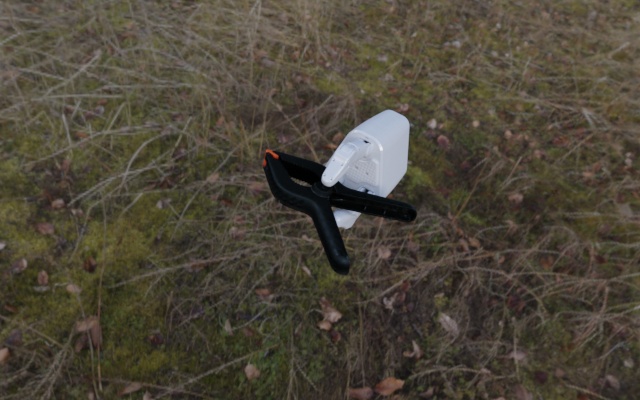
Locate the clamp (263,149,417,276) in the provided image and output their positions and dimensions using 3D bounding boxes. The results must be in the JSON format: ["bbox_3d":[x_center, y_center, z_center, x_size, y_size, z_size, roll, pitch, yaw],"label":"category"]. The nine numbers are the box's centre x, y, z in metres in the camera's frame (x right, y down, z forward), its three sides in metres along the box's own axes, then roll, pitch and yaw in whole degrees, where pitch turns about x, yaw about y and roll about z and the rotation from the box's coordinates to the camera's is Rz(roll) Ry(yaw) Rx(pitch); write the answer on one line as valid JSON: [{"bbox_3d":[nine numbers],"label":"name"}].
[{"bbox_3d":[0.000,0.001,0.600,0.210,0.036,0.164,31,39,17],"label":"clamp"}]
